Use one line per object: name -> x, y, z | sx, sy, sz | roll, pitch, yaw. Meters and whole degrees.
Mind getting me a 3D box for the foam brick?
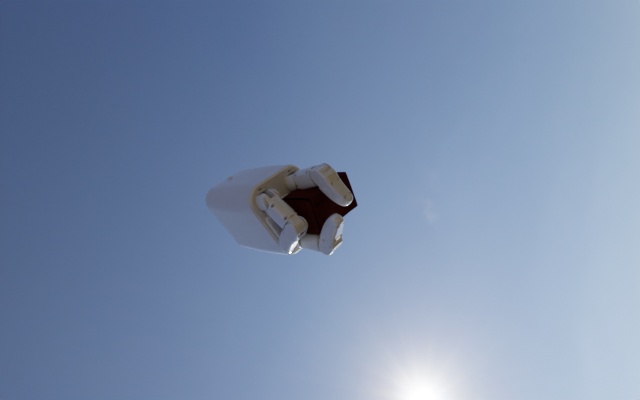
foam brick -> 0.000, 0.002, 0.617 | 0.051, 0.053, 0.078 | 1, 27, 44
